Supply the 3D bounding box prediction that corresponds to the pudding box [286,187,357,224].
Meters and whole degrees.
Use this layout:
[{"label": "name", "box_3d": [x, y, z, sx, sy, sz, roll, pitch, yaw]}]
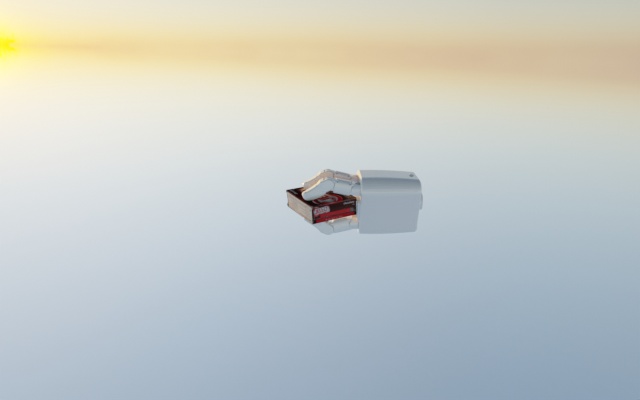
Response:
[{"label": "pudding box", "box_3d": [0.000, 0.003, 0.871, 0.090, 0.039, 0.113, -10, 19, -26]}]
